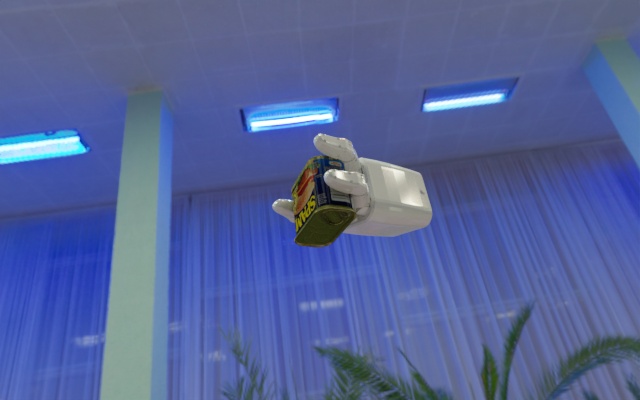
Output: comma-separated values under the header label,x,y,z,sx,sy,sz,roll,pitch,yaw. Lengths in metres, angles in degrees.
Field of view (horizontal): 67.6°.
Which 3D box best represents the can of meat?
label,x,y,z,sx,sy,sz,roll,pitch,yaw
can of meat,0.000,0.002,0.636,0.057,0.084,0.102,7,-34,-23
